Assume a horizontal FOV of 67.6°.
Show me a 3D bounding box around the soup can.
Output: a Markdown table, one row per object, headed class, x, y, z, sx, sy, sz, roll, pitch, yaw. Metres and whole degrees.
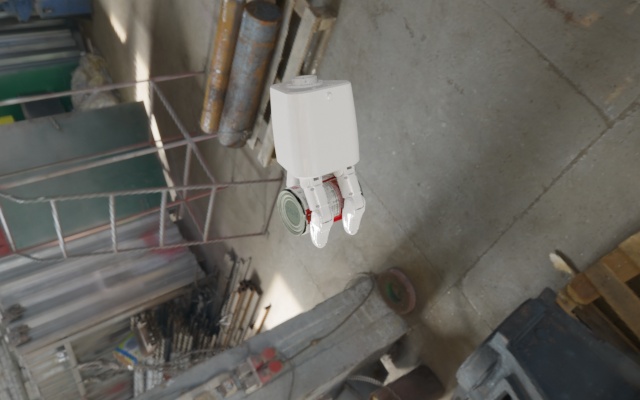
| class | x | y | z | sx | sy | sz | roll | pitch | yaw |
| --- | --- | --- | --- | --- | --- | --- | --- | --- | --- |
| soup can | 0.000 | 0.003 | 0.664 | 0.102 | 0.068 | 0.068 | -20 | 11 | -32 |
